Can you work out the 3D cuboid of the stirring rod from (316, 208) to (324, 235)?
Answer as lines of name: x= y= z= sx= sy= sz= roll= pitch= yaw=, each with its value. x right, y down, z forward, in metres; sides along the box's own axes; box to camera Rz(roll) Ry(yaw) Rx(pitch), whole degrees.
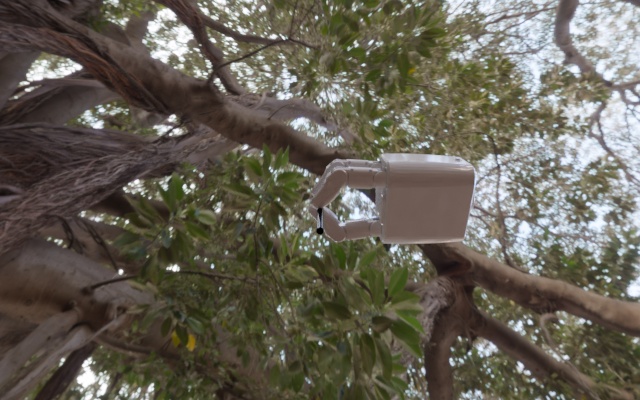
stirring rod: x=0.000 y=0.002 z=0.620 sx=0.011 sy=0.011 sz=0.239 roll=0 pitch=15 yaw=0
